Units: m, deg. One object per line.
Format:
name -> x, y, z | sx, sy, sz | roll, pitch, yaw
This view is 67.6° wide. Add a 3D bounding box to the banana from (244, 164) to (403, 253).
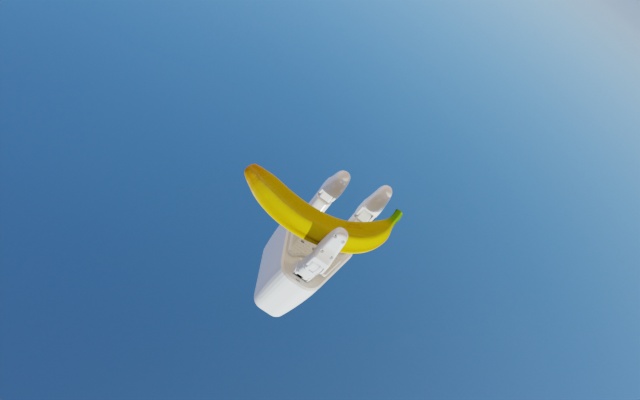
banana -> 0.001, 0.019, 0.547 | 0.198, 0.069, 0.037 | 18, -30, -18
